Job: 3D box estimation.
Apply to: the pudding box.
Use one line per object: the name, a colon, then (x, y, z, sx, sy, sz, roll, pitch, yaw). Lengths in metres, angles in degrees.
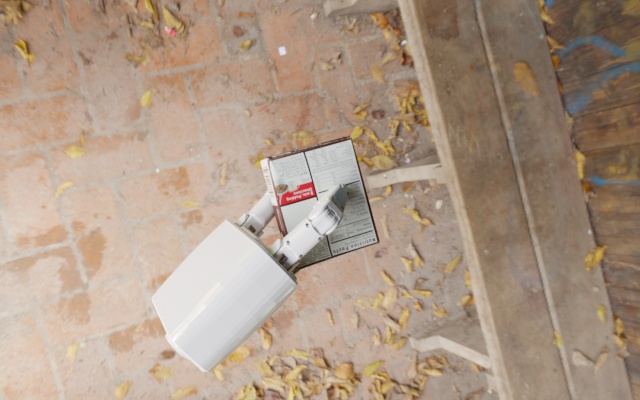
pudding box: (0.000, 0.002, 0.471, 0.090, 0.113, 0.039, -16, 7, -14)
